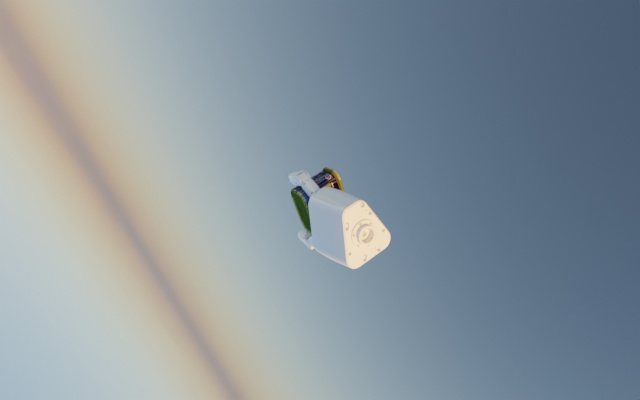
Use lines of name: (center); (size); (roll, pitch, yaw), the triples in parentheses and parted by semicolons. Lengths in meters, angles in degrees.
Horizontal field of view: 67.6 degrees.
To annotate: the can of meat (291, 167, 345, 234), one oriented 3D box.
can of meat: (0.000, 0.003, 0.890); (0.084, 0.102, 0.057); (-32, 31, -21)
